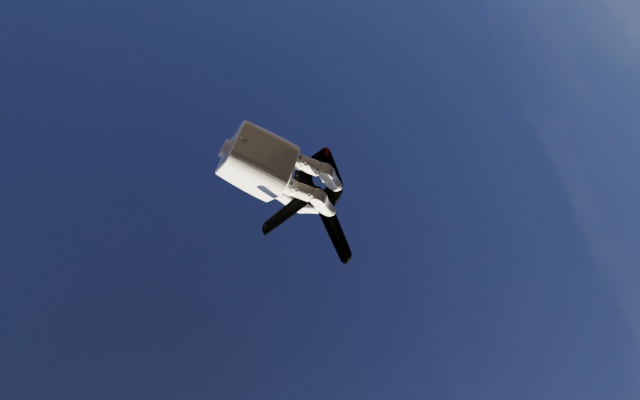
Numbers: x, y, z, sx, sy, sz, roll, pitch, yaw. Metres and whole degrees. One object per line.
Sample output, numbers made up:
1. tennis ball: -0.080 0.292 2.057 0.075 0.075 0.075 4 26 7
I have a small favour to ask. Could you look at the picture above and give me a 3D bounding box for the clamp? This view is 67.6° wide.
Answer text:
1. clamp: 0.000 0.003 0.839 0.164 0.209 0.036 29 -34 -18
